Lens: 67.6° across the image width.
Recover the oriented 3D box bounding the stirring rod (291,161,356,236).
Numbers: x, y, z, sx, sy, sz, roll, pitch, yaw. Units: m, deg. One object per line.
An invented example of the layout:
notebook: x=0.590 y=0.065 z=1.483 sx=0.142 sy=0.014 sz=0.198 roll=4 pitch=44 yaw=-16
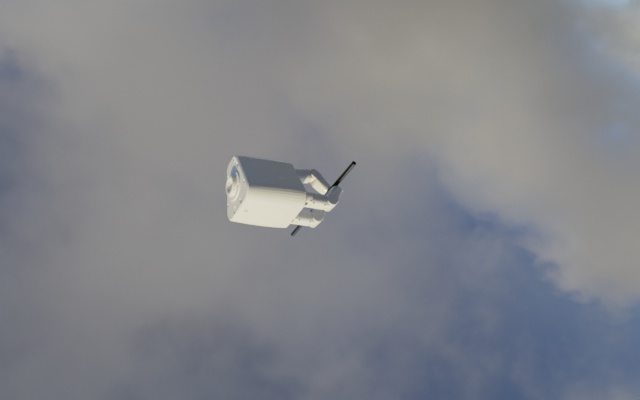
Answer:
stirring rod: x=0.000 y=0.003 z=0.899 sx=0.011 sy=0.011 sz=0.240 roll=0 pitch=-34 yaw=-35
